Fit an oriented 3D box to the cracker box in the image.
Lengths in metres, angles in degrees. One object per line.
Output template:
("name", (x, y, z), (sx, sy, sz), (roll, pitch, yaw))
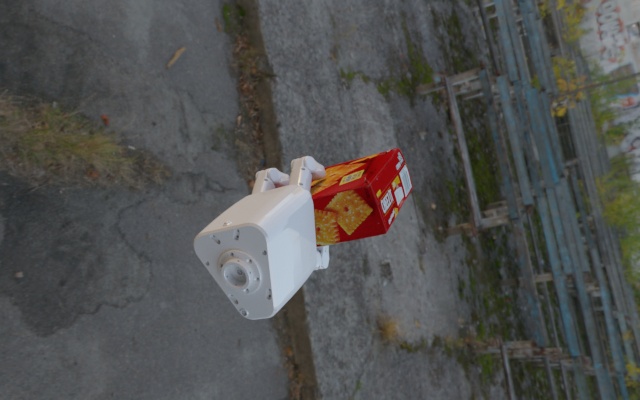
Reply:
("cracker box", (0.000, 0.002, 0.639), (0.214, 0.072, 0.164), (-13, 15, 26))
